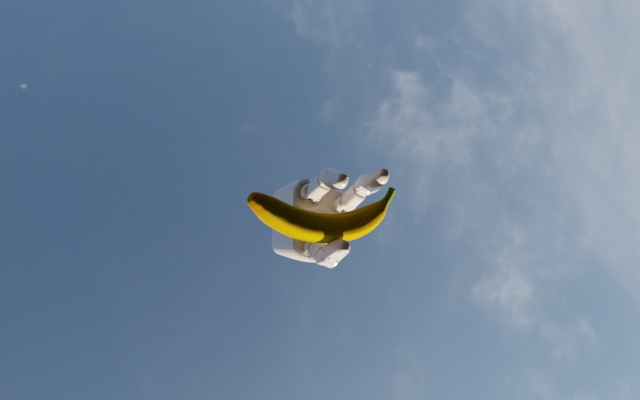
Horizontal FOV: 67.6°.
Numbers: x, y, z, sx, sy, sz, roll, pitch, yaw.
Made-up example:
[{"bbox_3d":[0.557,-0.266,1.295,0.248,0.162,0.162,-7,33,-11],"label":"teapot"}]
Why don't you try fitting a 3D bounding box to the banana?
[{"bbox_3d":[0.004,0.020,0.600,0.198,0.069,0.037,-3,3,-24],"label":"banana"}]
